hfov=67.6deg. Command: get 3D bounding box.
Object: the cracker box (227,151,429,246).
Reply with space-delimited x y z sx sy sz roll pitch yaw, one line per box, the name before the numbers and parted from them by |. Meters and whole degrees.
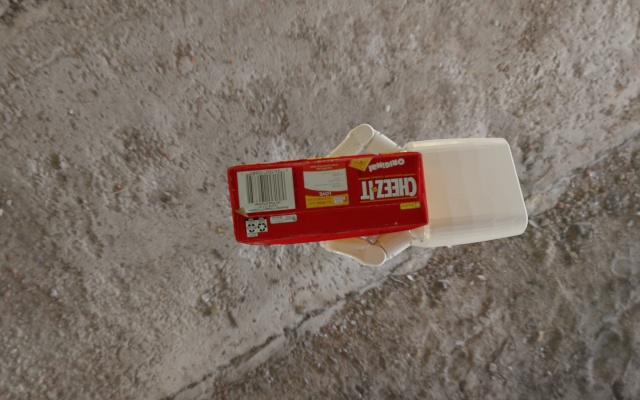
cracker box | 0.000 0.001 0.493 0.164 0.072 0.214 -5 -2 -5
